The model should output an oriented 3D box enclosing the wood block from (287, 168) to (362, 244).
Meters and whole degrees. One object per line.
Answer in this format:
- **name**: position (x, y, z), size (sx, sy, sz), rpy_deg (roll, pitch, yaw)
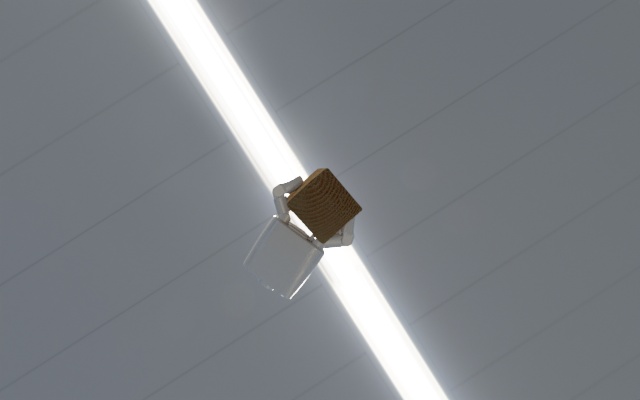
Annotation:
- **wood block**: position (0.000, 0.003, 0.857), size (0.090, 0.091, 0.206), rpy_deg (-42, 6, -1)
